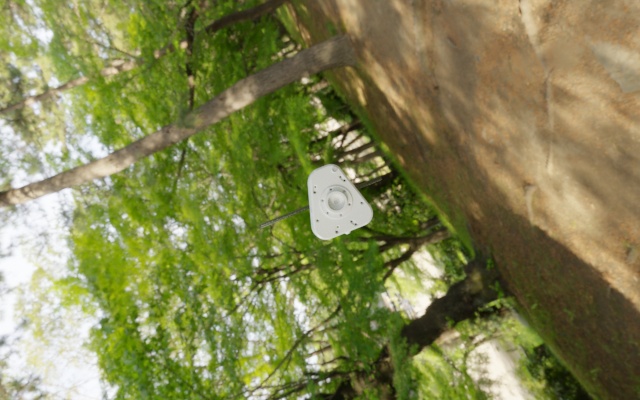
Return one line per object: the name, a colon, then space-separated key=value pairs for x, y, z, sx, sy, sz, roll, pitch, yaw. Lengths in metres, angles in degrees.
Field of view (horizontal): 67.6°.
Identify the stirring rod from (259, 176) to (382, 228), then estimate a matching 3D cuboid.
stirring rod: x=0.000 y=0.003 z=0.880 sx=0.239 sy=0.011 sz=0.011 roll=-22 pitch=0 yaw=0
